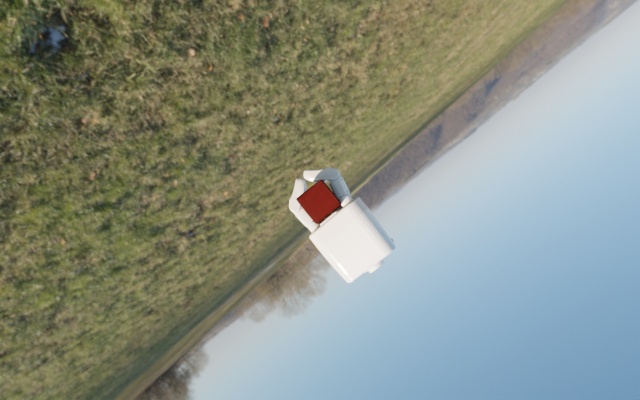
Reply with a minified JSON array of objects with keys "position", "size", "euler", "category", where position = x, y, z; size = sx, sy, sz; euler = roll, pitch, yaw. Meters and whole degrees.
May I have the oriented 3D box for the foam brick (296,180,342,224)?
[{"position":[0.000,0.003,0.788],"size":[0.053,0.051,0.078],"euler":[-39,-5,4],"category":"foam brick"}]
